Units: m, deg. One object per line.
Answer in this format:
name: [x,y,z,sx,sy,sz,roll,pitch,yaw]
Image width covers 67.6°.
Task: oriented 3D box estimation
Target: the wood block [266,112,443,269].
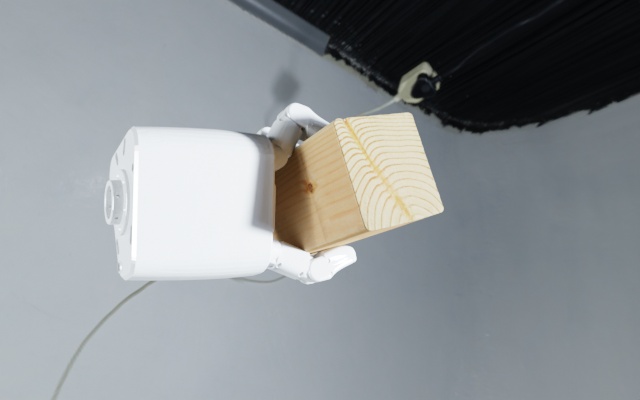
wood block: [0.000,0.002,0.457,0.090,0.091,0.206,-12,-8,-36]
